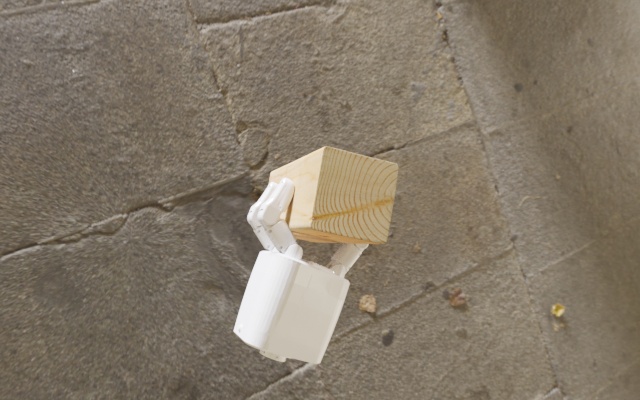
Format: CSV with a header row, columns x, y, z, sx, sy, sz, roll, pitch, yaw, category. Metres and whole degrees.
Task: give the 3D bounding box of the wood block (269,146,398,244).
x,y,z,sx,sy,sz,roll,pitch,yaw,category
0.000,0.002,0.590,0.091,0.090,0.206,13,-8,-20,wood block
